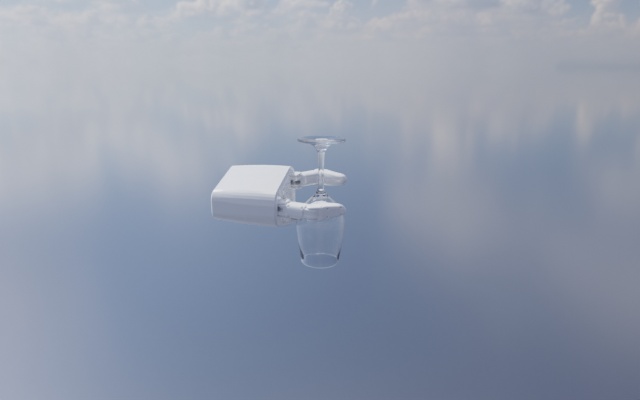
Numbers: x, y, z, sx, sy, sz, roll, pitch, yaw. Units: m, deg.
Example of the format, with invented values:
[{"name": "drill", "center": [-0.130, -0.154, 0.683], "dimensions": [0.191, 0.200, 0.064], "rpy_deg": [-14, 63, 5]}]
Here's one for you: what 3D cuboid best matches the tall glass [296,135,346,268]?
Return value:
[{"name": "tall glass", "center": [0.000, 0.002, 0.751], "dimensions": [0.079, 0.201, 0.079], "rpy_deg": [0, 16, 0]}]
